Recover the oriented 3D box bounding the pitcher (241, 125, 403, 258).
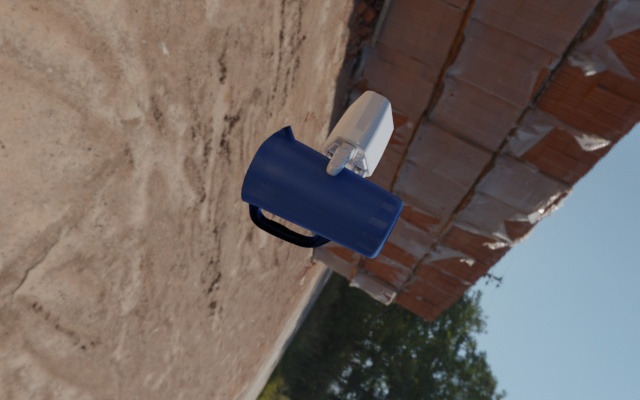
[{"bbox_3d":[0.000,0.002,0.780,0.243,0.145,0.149,27,-20,6],"label":"pitcher"}]
